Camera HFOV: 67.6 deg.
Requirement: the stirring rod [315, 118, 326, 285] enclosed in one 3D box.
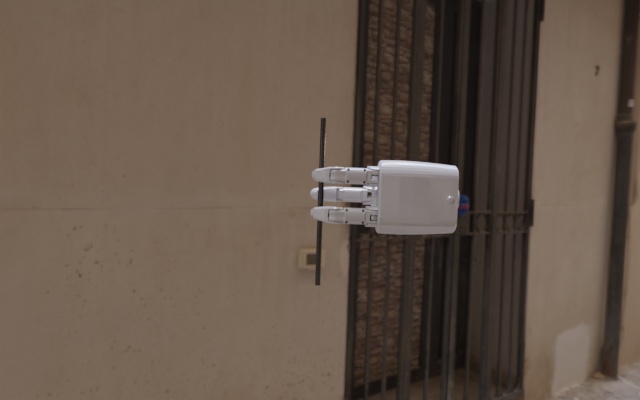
[{"bbox_3d":[0.000,0.002,0.688,0.011,0.239,0.011,2,2,0],"label":"stirring rod"}]
